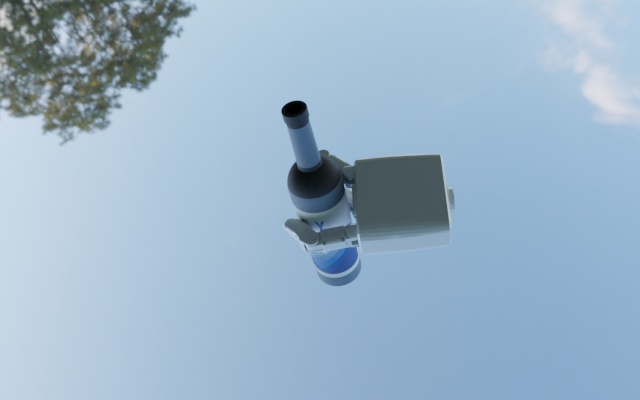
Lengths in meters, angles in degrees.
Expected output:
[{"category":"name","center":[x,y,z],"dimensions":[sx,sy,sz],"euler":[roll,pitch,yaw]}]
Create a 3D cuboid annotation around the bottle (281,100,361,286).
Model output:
[{"category":"bottle","center":[0.000,0.002,0.595],"dimensions":[0.069,0.069,0.296],"euler":[0,-41,14]}]
